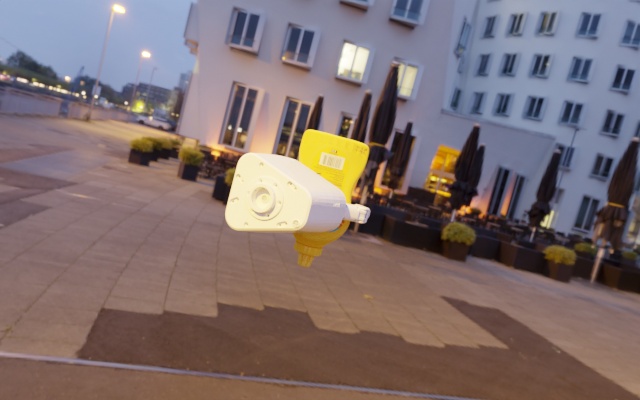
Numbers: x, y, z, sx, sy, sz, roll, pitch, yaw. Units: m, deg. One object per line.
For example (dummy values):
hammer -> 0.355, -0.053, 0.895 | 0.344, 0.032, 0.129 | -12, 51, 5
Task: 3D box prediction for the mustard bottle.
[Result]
mustard bottle -> 0.000, 0.002, 0.683 | 0.096, 0.191, 0.058 | 15, 5, -2
